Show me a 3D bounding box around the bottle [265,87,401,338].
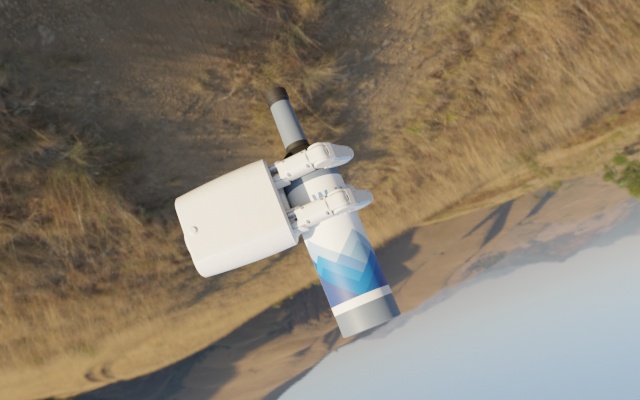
[{"bbox_3d":[0.000,0.002,0.542,0.069,0.295,0.069,-21,-14,-6],"label":"bottle"}]
